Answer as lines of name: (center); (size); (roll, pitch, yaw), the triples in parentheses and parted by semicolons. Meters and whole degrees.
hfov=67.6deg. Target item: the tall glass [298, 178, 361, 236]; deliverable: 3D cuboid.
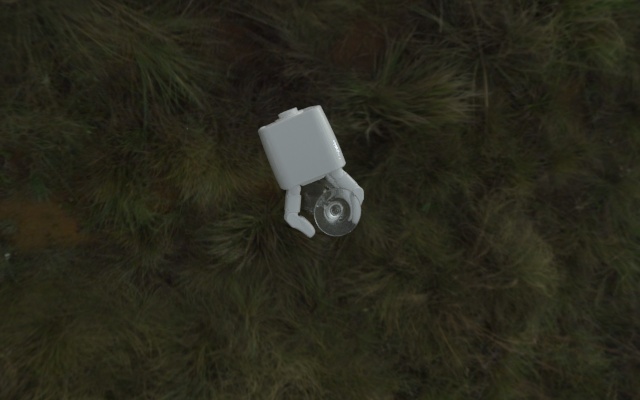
tall glass: (0.000, 0.003, 0.812); (0.079, 0.079, 0.201); (0, 8, -16)
